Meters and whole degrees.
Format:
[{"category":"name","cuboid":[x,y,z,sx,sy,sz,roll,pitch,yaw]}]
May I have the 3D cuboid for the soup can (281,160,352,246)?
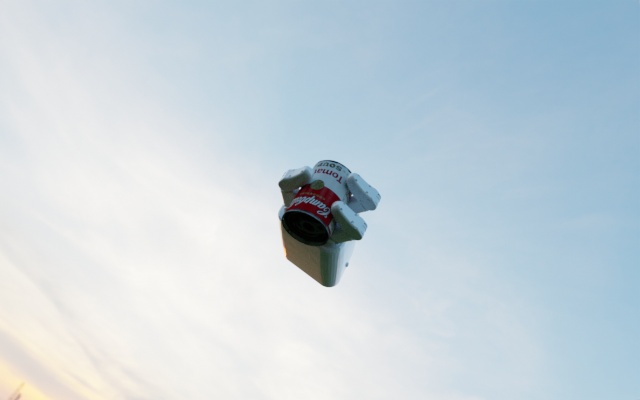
[{"category":"soup can","cuboid":[0.000,0.002,0.646,0.068,0.068,0.102,0,44,34]}]
